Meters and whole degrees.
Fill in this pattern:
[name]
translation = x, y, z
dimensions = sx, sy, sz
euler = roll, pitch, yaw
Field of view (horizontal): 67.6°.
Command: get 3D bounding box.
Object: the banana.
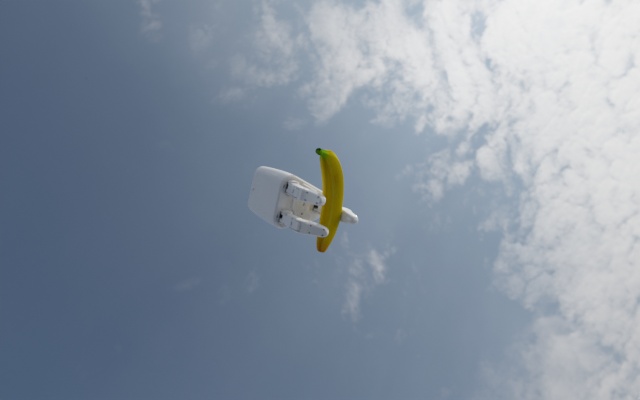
[banana]
translation = 0.013, -0.007, 0.825
dimensions = 0.037, 0.198, 0.069
euler = 20, 34, 38
